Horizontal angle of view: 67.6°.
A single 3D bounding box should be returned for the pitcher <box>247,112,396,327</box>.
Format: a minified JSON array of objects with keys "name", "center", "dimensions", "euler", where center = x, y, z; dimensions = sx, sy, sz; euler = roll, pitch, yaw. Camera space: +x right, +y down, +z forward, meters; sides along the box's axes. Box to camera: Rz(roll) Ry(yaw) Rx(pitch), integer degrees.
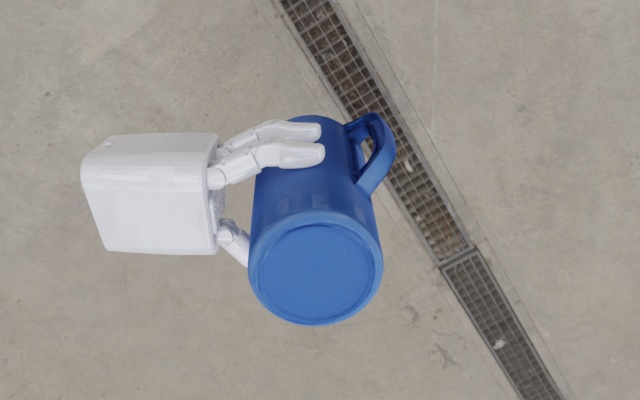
[{"name":"pitcher","center":[0.000,0.002,0.473],"dimensions":[0.145,0.149,0.242],"euler":[3,24,-4]}]
